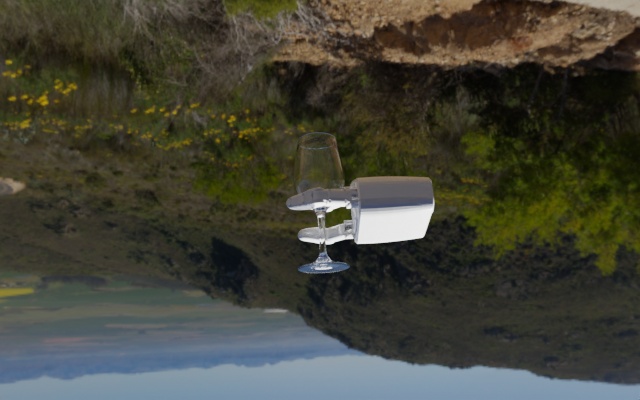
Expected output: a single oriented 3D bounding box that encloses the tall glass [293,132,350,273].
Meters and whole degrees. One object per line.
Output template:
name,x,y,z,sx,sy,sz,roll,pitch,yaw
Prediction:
tall glass,0.000,0.003,0.711,0.079,0.201,0.079,-3,-18,-1
